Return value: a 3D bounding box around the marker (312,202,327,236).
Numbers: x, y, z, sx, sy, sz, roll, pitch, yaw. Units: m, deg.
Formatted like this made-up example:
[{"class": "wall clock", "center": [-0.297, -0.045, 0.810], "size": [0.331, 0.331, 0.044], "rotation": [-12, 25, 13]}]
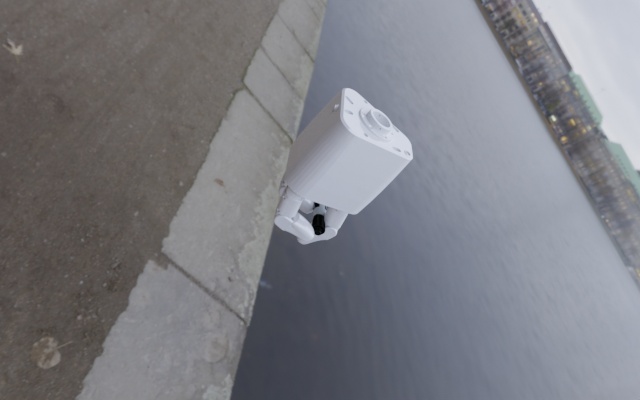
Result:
[{"class": "marker", "center": [0.000, 0.002, 0.652], "size": [0.020, 0.020, 0.121], "rotation": [0, 41, 5]}]
